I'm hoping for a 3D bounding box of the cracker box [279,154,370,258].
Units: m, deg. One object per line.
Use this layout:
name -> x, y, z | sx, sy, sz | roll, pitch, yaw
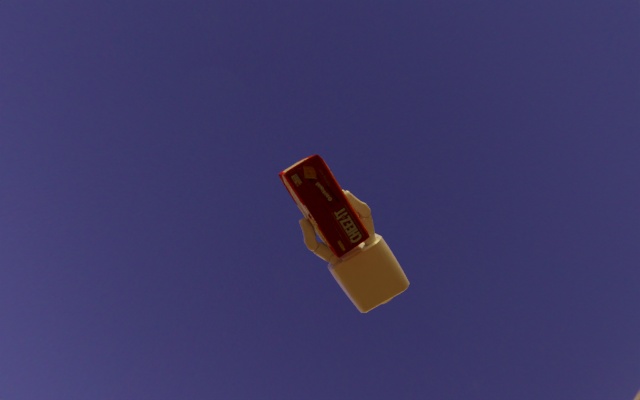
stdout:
cracker box -> 0.000, 0.003, 0.860 | 0.072, 0.164, 0.213 | -34, 7, -5
